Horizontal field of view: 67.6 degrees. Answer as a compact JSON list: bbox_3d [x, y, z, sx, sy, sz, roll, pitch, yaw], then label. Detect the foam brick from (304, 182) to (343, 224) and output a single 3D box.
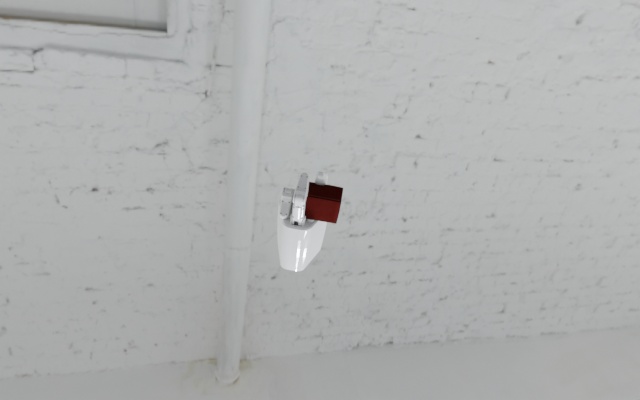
[{"bbox_3d":[0.000,0.003,0.893,0.078,0.051,0.053,10,31,4],"label":"foam brick"}]
